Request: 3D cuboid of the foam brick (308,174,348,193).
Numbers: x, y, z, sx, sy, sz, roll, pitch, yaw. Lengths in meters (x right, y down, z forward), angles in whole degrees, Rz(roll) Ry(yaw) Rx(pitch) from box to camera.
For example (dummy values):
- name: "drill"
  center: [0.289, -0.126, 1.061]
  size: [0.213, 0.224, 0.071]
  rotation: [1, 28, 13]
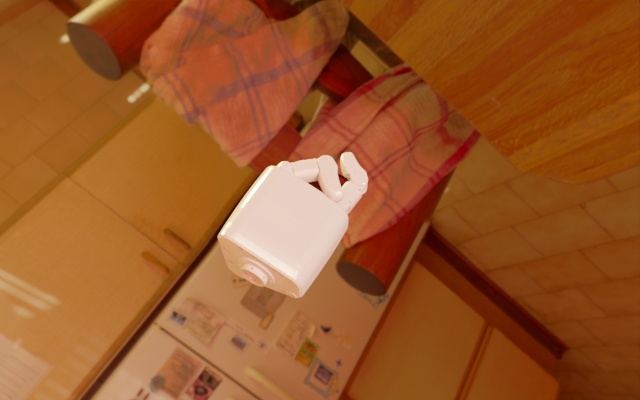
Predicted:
- name: "foam brick"
  center: [0.000, 0.002, 0.615]
  size: [0.053, 0.051, 0.078]
  rotation: [23, -32, 16]
